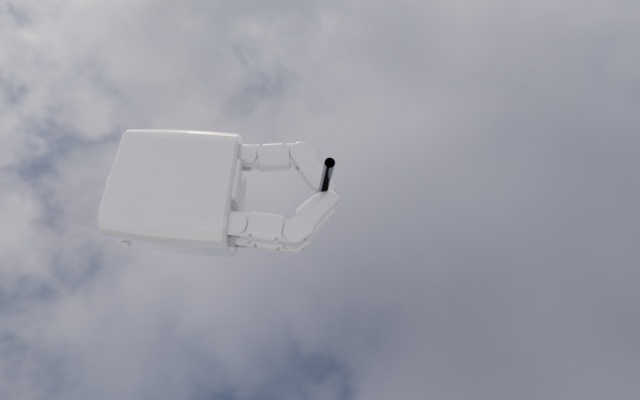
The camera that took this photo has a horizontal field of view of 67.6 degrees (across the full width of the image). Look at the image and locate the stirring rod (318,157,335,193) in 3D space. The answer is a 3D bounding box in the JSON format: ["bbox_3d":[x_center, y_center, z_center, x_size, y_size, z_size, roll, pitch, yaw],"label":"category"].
[{"bbox_3d":[0.000,0.001,0.464,0.011,0.011,0.239,0,-14,-3],"label":"stirring rod"}]
